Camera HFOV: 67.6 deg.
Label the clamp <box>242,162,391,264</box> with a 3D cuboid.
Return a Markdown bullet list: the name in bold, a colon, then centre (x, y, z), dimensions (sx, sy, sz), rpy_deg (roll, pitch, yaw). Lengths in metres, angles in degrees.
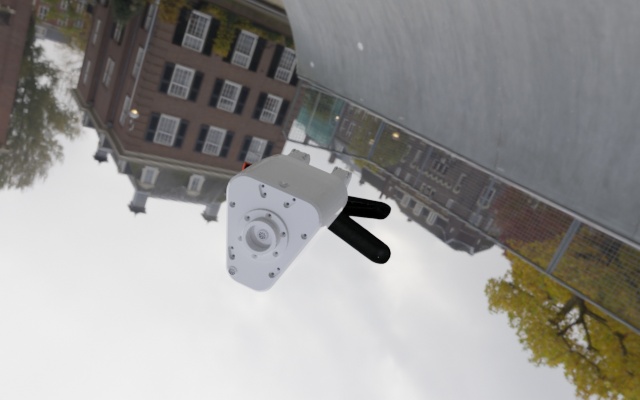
- **clamp**: centre (-0.001, 0.003, 0.609), dimensions (0.210, 0.036, 0.164), rpy_deg (25, 19, 7)
